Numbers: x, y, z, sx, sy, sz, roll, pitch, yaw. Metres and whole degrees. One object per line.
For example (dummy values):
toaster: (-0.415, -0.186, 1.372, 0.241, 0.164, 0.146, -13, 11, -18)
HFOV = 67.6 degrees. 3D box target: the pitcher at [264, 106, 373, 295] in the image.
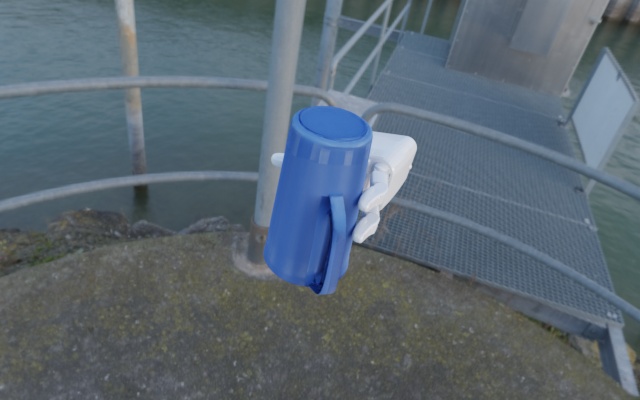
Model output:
pitcher: (0.000, 0.002, 0.672, 0.149, 0.243, 0.145, 26, 38, 19)
